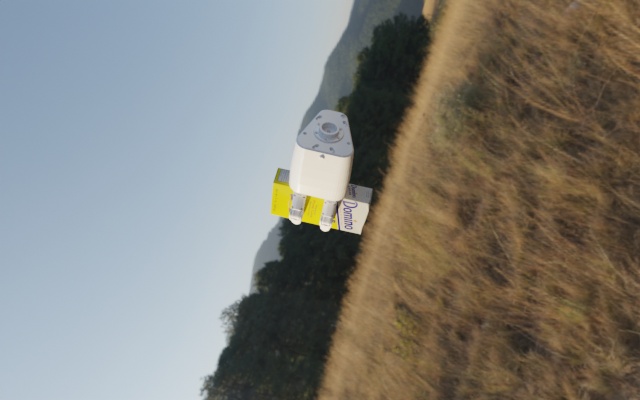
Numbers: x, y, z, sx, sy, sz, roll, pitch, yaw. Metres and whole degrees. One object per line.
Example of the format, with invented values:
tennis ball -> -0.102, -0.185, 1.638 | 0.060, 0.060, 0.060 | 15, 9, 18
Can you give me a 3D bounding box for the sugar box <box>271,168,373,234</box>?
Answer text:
sugar box -> 0.000, 0.003, 0.876 | 0.176, 0.048, 0.093 | 14, -41, 3
